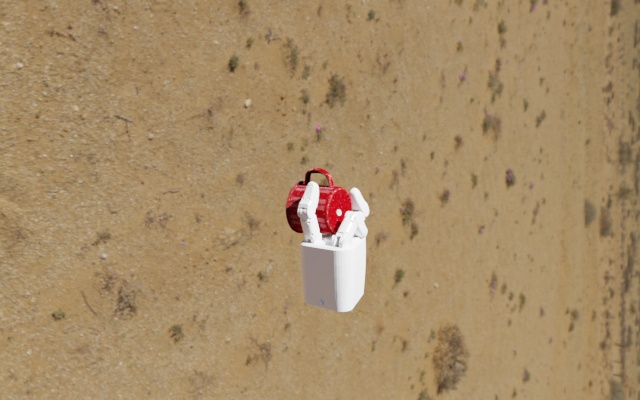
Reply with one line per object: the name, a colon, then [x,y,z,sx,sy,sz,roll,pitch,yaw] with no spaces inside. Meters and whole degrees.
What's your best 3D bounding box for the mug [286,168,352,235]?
mug: [0.000,0.001,0.816,0.081,0.117,0.093,5,12,35]
